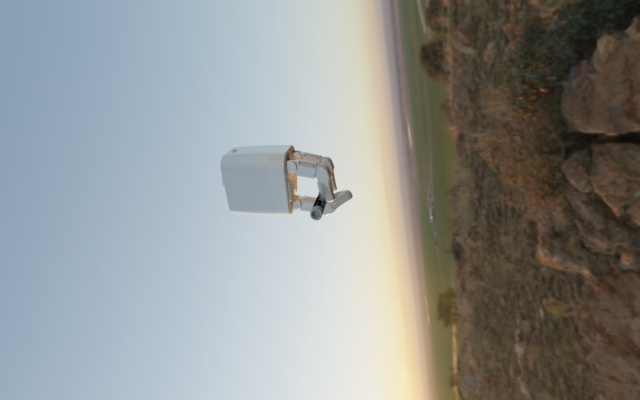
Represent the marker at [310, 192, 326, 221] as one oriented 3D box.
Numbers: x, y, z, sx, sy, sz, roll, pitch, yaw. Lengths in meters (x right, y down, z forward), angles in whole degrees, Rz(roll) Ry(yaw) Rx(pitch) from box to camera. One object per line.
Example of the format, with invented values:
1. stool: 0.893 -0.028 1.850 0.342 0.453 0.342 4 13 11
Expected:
1. marker: 0.000 0.003 0.761 0.020 0.020 0.121 0 18 7
